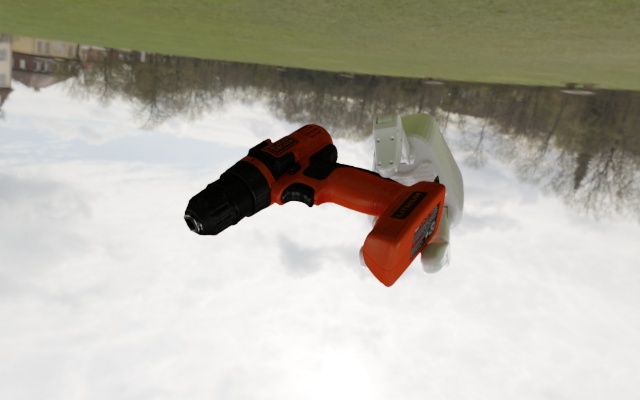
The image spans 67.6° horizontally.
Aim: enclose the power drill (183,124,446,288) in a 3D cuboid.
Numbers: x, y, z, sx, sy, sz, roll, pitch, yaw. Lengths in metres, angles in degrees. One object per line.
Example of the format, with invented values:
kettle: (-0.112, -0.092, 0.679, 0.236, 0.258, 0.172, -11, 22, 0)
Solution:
power drill: (0.001, 0.001, 0.426, 0.187, 0.057, 0.184, 26, 45, 27)
